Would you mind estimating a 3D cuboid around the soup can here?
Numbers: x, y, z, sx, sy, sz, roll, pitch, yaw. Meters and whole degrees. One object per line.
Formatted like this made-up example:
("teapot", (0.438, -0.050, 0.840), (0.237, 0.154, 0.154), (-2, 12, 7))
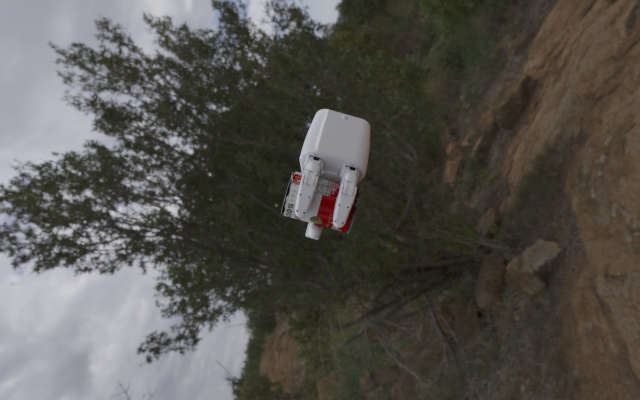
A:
("soup can", (0.000, 0.003, 0.698), (0.102, 0.068, 0.068), (15, -1, -2))
